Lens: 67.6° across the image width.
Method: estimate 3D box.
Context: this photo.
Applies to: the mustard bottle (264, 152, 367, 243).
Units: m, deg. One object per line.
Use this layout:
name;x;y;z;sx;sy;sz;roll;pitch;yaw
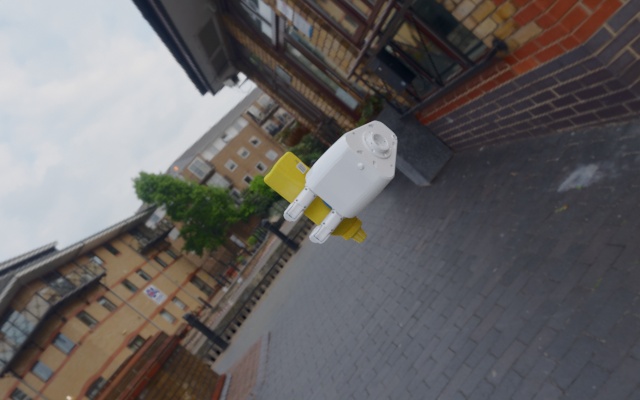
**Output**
mustard bottle;0.000;0.003;0.791;0.191;0.058;0.096;40;19;-4
